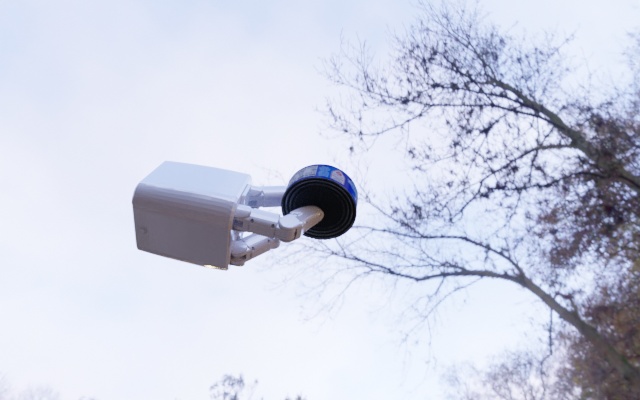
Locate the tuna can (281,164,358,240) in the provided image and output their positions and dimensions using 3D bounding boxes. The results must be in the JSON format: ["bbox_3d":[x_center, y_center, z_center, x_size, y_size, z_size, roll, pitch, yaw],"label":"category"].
[{"bbox_3d":[0.000,0.001,0.546,0.086,0.086,0.033,0,35,10],"label":"tuna can"}]
